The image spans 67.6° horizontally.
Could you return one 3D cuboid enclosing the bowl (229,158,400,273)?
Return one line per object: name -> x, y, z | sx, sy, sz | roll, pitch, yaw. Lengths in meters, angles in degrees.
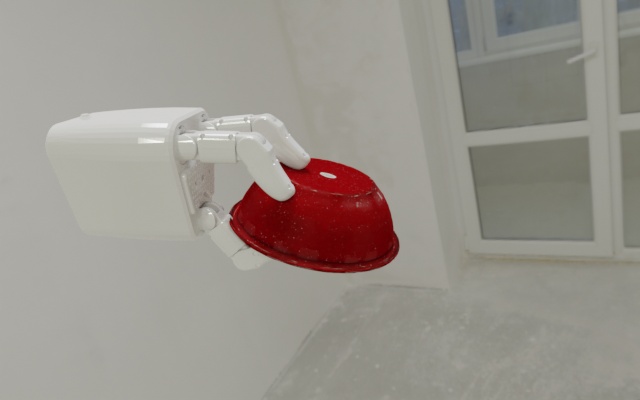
bowl -> 0.001, 0.001, 0.438 | 0.162, 0.055, 0.162 | 11, 22, -4
